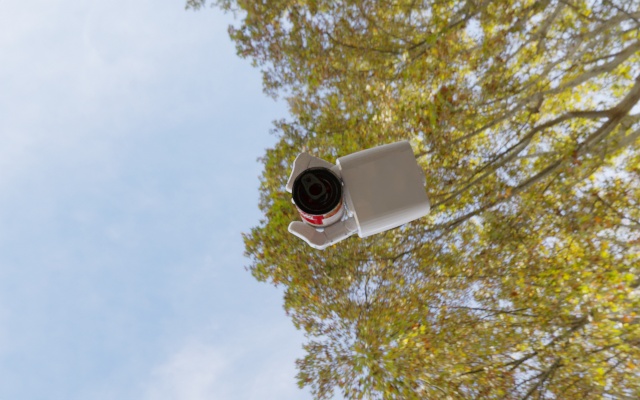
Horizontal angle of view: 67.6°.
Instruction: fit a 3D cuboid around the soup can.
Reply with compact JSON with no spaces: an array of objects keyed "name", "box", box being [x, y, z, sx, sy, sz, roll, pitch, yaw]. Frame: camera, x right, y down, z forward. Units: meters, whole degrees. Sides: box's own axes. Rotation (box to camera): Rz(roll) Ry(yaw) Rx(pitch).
[{"name":"soup can","box":[0.000,0.003,0.670,0.068,0.068,0.102,0,-18,5]}]
